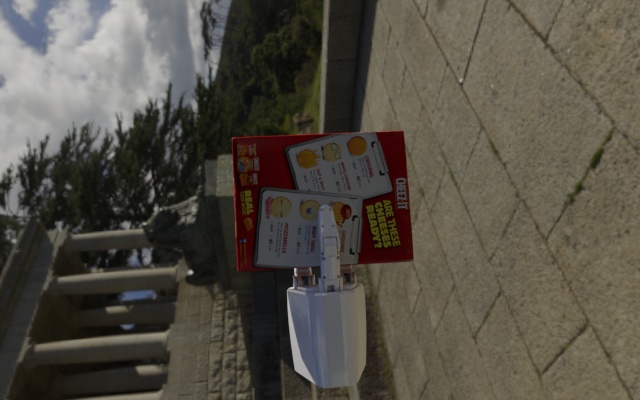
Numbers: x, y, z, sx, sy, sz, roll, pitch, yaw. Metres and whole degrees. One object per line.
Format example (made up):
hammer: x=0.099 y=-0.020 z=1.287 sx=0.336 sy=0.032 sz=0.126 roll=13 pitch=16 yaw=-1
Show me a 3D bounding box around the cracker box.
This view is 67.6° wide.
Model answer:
cracker box: x=0.000 y=0.002 z=0.605 sx=0.214 sy=0.164 sz=0.072 roll=-3 pitch=-4 yaw=-5
